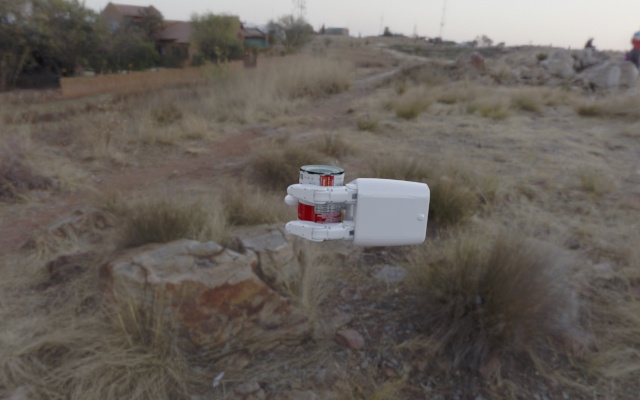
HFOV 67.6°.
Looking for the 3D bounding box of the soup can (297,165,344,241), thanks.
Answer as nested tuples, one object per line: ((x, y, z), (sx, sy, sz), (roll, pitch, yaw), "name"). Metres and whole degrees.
((0.000, 0.002, 0.718), (0.068, 0.102, 0.068), (3, 13, -1), "soup can")
